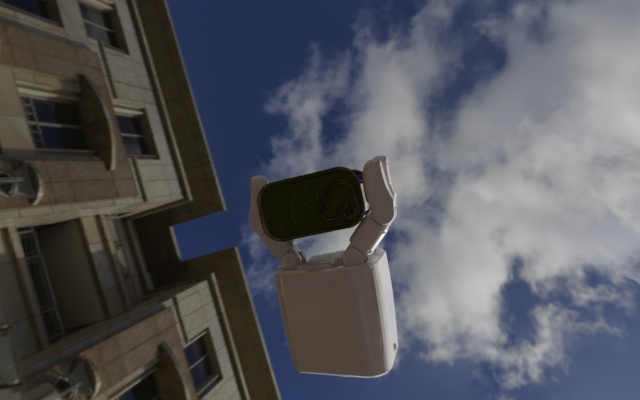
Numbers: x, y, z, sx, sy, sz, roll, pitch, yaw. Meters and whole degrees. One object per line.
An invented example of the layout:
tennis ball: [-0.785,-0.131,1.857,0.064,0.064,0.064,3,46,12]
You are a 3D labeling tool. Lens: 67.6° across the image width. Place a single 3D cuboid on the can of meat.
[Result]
can of meat: [0.000,0.002,0.483,0.102,0.057,0.084,-13,0,15]
